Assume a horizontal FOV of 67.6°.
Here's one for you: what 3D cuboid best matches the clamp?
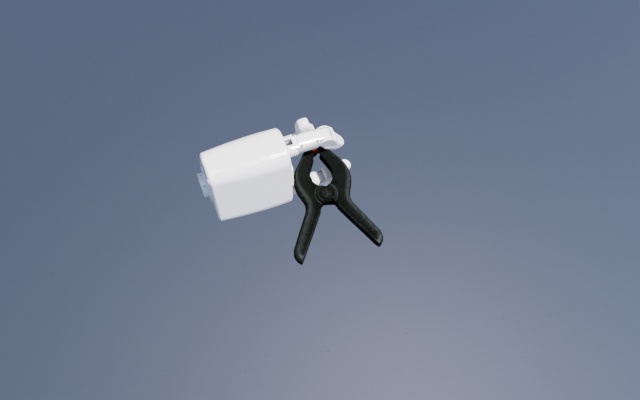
[{"bbox_3d":[0.000,0.002,0.648,0.120,0.171,0.039,-20,-15,-13],"label":"clamp"}]
